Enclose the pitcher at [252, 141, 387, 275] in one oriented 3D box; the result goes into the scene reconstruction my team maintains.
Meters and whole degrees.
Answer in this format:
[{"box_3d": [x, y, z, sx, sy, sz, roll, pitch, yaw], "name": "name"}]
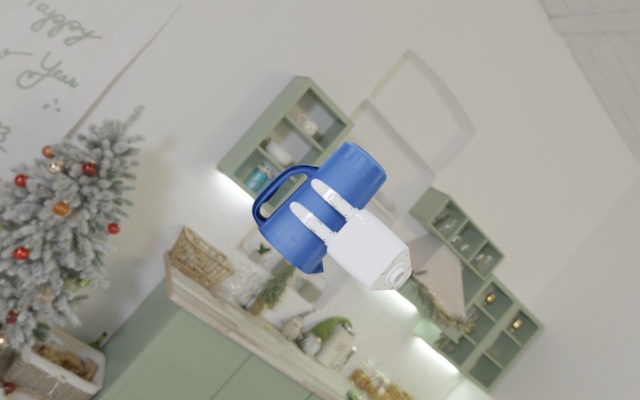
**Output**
[{"box_3d": [0.000, 0.003, 0.892, 0.145, 0.243, 0.149, 41, -1, 36], "name": "pitcher"}]
